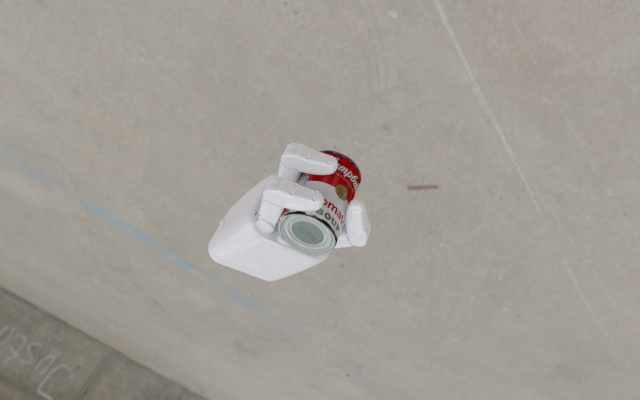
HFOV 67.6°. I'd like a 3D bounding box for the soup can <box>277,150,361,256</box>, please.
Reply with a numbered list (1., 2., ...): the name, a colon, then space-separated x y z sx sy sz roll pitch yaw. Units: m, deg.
1. soup can: 0.000 0.002 0.532 0.068 0.068 0.102 0 44 25
